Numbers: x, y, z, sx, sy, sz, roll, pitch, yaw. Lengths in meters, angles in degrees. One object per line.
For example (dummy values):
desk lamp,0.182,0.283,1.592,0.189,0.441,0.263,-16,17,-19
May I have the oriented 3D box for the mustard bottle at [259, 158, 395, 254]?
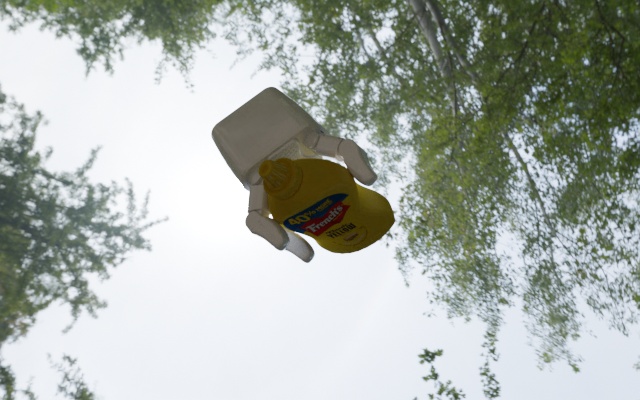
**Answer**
mustard bottle,0.000,0.002,0.520,0.096,0.058,0.192,-28,-34,23
